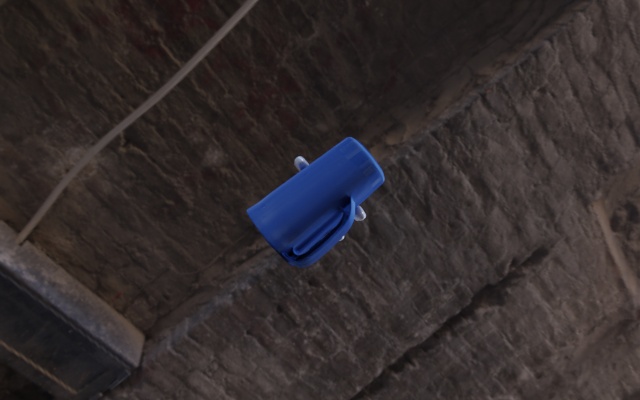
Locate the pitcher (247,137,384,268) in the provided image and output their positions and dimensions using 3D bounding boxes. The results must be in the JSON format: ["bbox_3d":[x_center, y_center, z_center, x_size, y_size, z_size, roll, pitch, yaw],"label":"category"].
[{"bbox_3d":[0.000,0.003,0.874,0.243,0.149,0.145,-39,-1,-1],"label":"pitcher"}]
